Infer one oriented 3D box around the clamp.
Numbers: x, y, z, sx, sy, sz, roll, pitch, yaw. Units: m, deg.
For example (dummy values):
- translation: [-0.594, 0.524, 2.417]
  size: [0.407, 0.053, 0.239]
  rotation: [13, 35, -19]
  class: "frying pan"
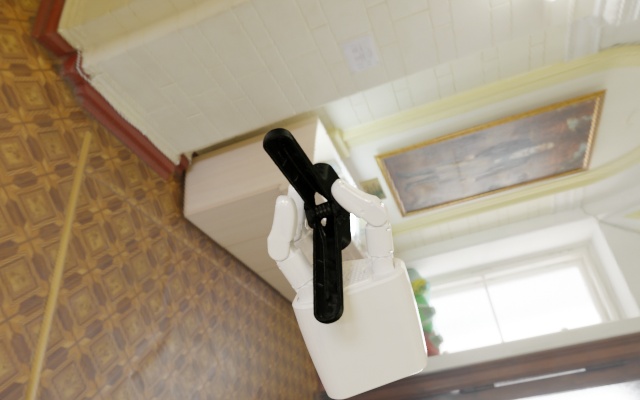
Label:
- translation: [0.001, 0.001, 0.469]
  size: [0.036, 0.164, 0.210]
  rotation: [-14, 11, 13]
  class: "clamp"
